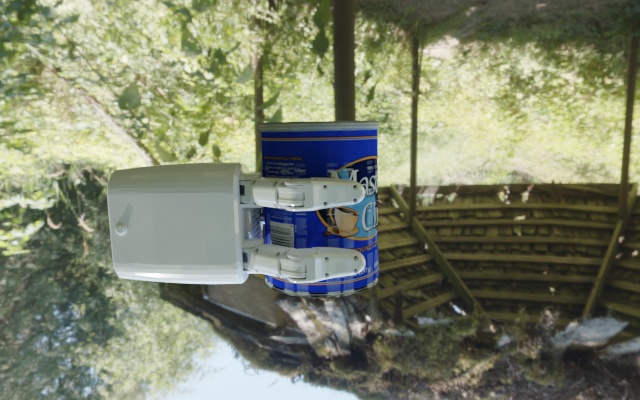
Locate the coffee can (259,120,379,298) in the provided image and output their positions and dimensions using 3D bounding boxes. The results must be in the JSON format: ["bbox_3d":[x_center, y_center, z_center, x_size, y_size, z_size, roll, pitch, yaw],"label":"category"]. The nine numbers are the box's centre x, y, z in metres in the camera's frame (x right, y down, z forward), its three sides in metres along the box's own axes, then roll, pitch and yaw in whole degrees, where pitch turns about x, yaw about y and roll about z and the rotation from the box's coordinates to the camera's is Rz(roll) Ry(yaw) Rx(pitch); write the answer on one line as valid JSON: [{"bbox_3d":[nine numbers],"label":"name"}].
[{"bbox_3d":[0.000,0.001,0.422,0.103,0.140,0.103,-1,9,0],"label":"coffee can"}]
